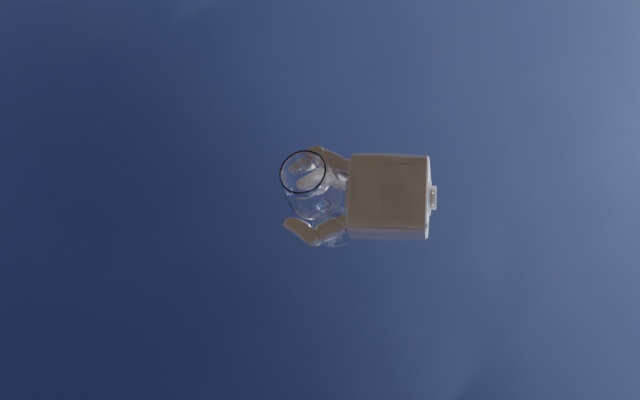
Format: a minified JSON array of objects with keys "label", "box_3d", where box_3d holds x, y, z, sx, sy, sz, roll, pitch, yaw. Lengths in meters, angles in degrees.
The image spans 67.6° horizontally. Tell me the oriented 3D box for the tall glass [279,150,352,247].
[{"label":"tall glass","box_3d":[0.000,0.003,0.690,0.079,0.079,0.201,0,-23,15]}]
